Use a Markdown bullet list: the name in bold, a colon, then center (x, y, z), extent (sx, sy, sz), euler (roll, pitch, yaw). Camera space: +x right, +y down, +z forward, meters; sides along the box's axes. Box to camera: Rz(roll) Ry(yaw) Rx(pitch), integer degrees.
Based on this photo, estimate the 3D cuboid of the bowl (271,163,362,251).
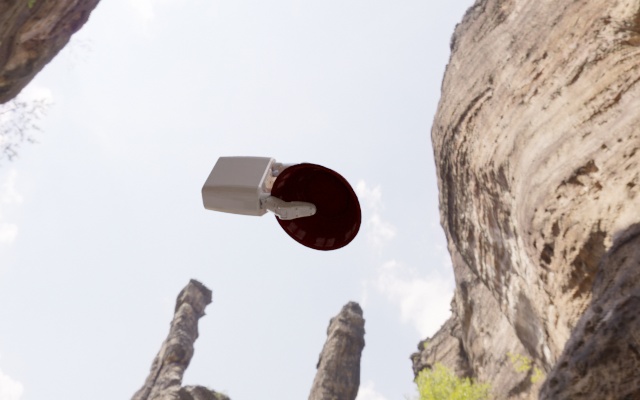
- **bowl**: center (0.002, 0.003, 0.797), extent (0.162, 0.162, 0.055), euler (0, 26, 25)
